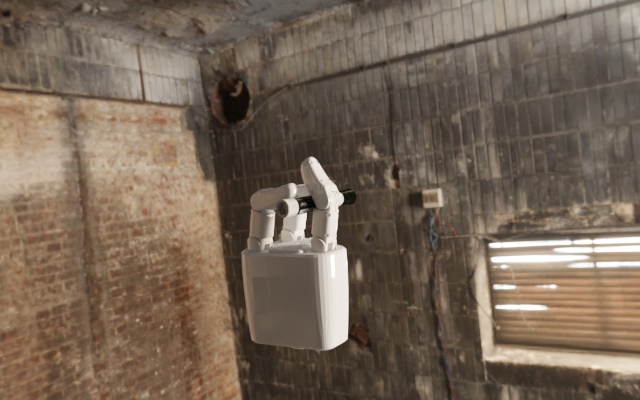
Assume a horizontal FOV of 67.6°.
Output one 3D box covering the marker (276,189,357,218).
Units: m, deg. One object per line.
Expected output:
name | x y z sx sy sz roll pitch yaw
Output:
marker | 0.000 0.002 0.525 0.020 0.020 0.121 0 7 40
